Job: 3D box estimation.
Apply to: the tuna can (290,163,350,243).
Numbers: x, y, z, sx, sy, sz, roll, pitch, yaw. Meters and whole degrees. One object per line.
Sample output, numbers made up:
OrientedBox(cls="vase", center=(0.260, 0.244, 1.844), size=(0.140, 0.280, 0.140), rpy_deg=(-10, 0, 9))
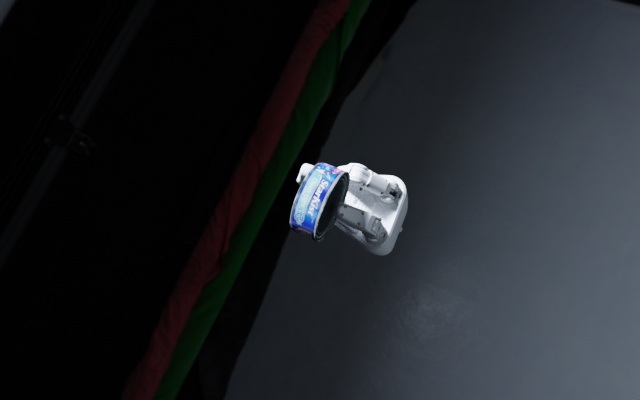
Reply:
OrientedBox(cls="tuna can", center=(0.000, 0.002, 0.534), size=(0.034, 0.086, 0.086), rpy_deg=(23, 6, 15))
